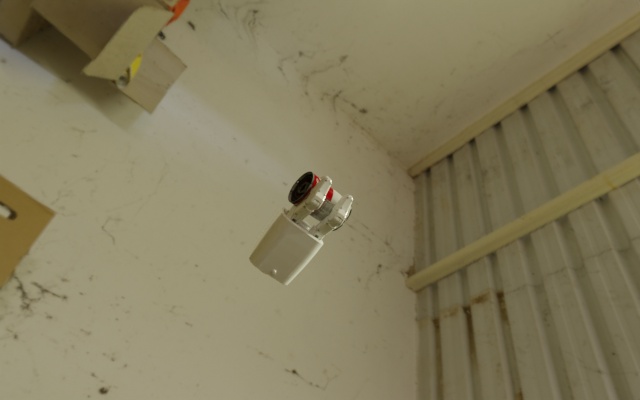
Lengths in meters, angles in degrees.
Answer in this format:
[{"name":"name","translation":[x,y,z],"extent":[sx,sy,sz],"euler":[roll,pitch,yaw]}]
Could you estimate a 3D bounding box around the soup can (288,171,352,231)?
[{"name":"soup can","translation":[0.001,0.003,0.884],"extent":[0.102,0.068,0.068],"euler":[37,-18,-25]}]
